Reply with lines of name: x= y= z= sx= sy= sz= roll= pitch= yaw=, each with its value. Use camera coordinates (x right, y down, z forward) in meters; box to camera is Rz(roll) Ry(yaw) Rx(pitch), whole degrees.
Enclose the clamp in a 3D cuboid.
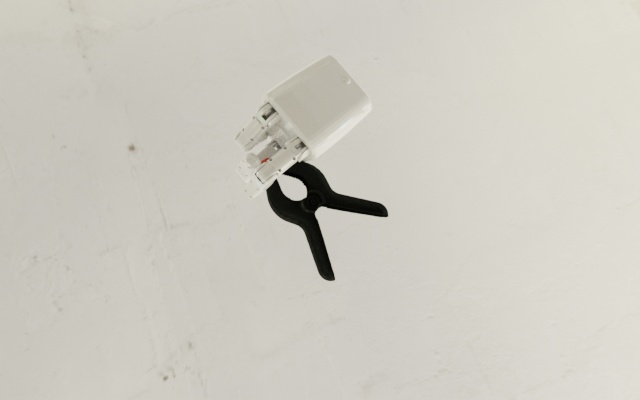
clamp: x=0.000 y=0.002 z=0.604 sx=0.120 sy=0.171 sz=0.039 roll=-39 pitch=-1 yaw=-18
